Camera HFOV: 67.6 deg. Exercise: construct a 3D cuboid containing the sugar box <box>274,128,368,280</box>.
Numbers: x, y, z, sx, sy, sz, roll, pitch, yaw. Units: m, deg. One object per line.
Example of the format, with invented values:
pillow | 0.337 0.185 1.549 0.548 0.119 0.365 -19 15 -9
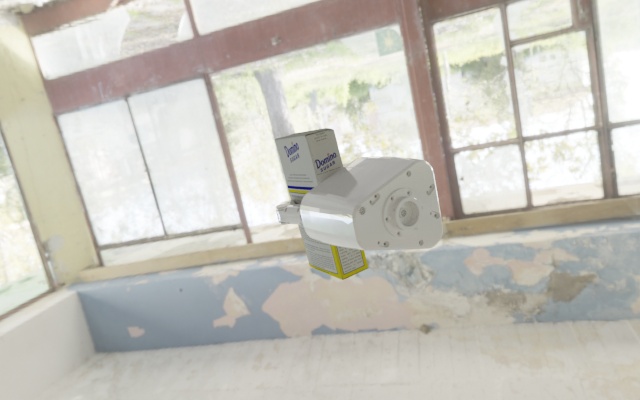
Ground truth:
sugar box | 0.001 0.002 0.590 0.048 0.176 0.093 -18 12 -26
